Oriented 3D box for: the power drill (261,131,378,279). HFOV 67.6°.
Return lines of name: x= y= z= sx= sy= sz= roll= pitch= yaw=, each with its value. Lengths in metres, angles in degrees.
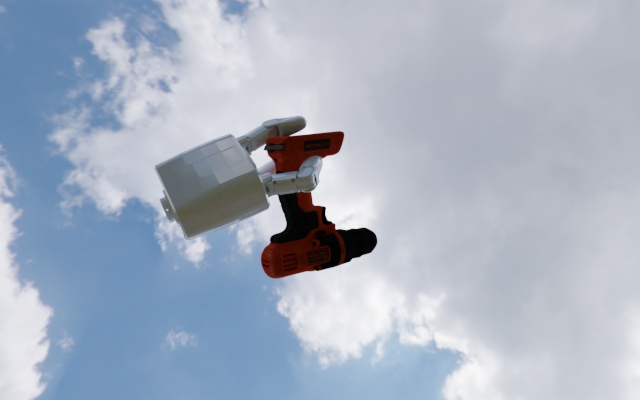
power drill: x=0.000 y=0.002 z=0.649 sx=0.184 sy=0.187 sz=0.057 roll=-10 pitch=8 yaw=-36
